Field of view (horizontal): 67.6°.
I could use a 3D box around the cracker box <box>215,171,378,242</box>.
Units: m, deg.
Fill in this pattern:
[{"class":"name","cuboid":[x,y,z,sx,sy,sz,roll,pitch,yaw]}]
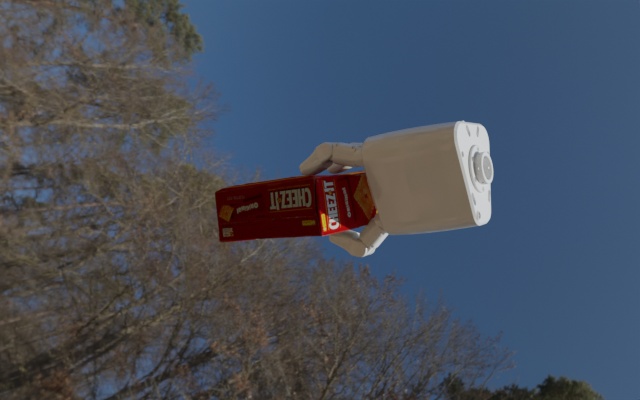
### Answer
[{"class":"cracker box","cuboid":[0.000,0.002,0.614,0.164,0.072,0.213,-7,0,38]}]
